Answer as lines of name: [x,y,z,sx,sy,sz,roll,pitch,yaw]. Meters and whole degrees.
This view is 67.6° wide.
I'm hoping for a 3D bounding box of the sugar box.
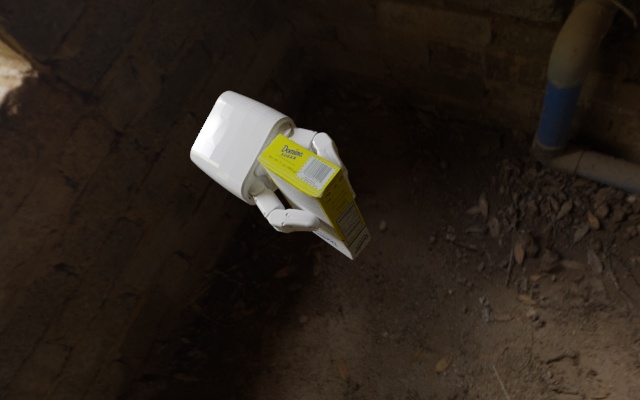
sugar box: [0.000,0.001,0.571,0.093,0.048,0.176,33,-12,29]
